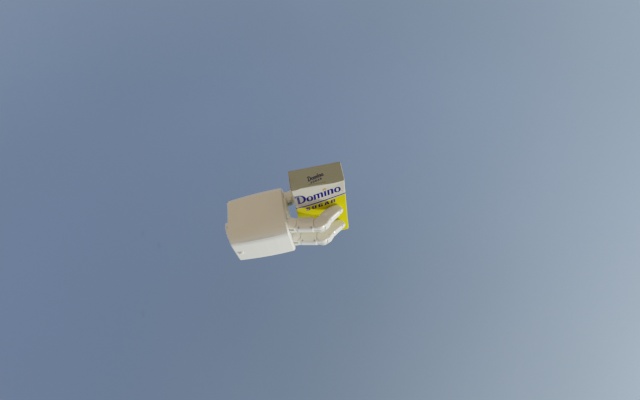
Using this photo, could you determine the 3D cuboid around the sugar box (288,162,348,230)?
[{"bbox_3d":[0.000,0.003,0.866,0.093,0.048,0.176,-11,-28,0],"label":"sugar box"}]
